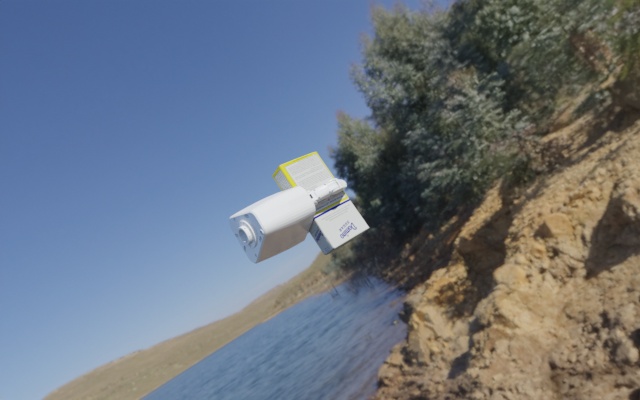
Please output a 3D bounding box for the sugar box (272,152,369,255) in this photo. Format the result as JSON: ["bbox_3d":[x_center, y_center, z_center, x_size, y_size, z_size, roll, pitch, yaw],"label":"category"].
[{"bbox_3d":[0.000,0.003,0.860,0.093,0.176,0.048,-26,-11,-36],"label":"sugar box"}]
